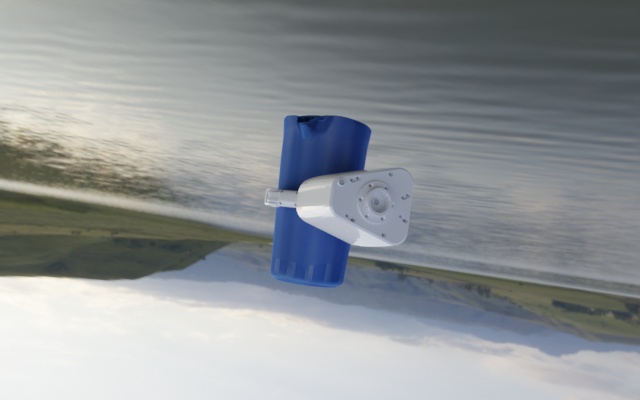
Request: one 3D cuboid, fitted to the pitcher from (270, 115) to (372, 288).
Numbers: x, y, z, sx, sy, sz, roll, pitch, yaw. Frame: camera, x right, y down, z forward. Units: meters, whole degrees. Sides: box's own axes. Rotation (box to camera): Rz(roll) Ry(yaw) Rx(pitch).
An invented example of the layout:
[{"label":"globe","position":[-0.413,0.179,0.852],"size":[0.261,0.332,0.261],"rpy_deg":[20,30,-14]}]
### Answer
[{"label":"pitcher","position":[0.000,0.002,0.717],"size":[0.149,0.243,0.145],"rpy_deg":[10,-6,-22]}]
